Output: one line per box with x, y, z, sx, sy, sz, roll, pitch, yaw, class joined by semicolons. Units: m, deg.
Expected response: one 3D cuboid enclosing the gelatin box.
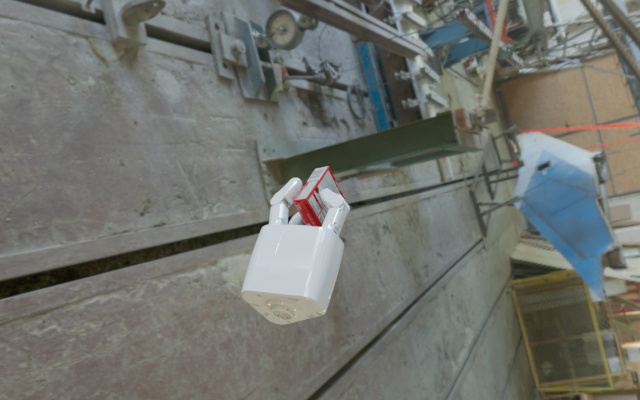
0.001;0.002;0.736;0.030;0.073;0.089;-7;34;34;gelatin box
